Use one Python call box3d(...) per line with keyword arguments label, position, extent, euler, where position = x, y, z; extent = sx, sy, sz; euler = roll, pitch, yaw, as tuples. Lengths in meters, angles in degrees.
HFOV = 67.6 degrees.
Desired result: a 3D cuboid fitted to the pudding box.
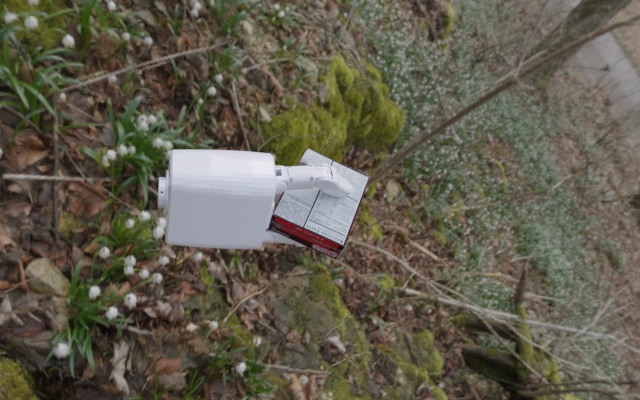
box3d(label="pudding box", position=(0.000, 0.002, 0.564), extent=(0.090, 0.113, 0.039), euler=(26, -34, -2))
